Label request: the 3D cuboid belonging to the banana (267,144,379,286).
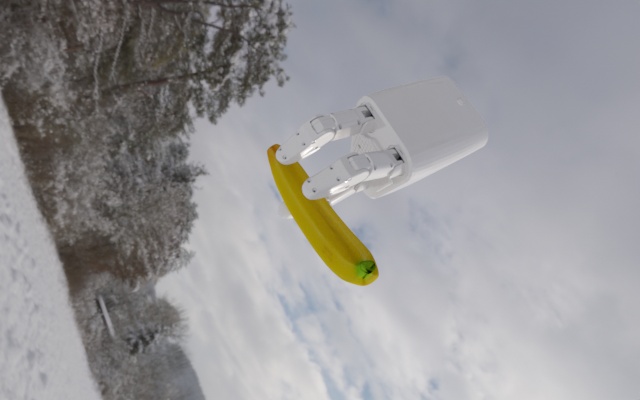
[{"bbox_3d":[0.003,0.018,0.447,0.037,0.070,0.197,-22,43,-19],"label":"banana"}]
